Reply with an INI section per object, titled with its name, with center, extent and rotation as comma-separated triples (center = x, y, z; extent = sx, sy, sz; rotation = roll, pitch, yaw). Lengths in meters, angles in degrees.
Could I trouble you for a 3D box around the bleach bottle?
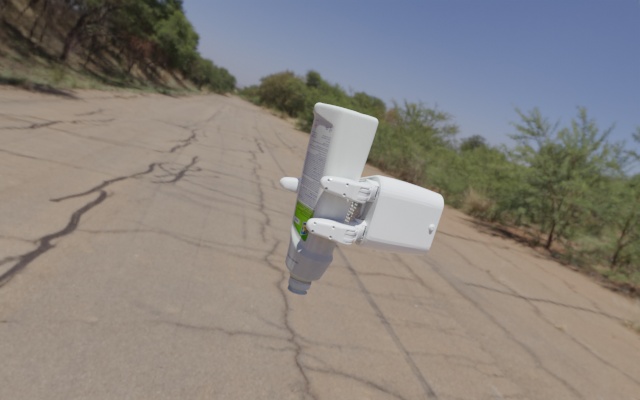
[bleach bottle]
center = 0.000, 0.002, 0.638
extent = 0.068, 0.251, 0.102
rotation = 12, 10, -24
